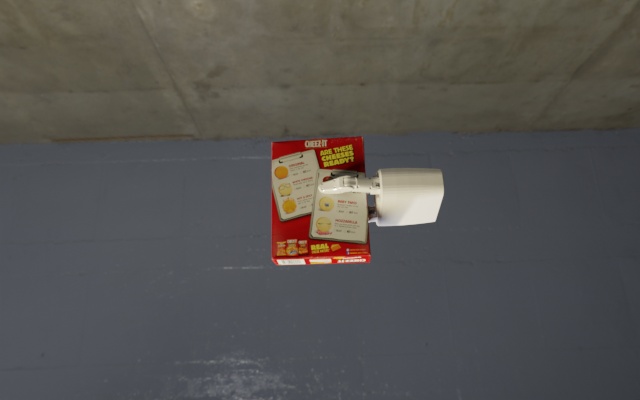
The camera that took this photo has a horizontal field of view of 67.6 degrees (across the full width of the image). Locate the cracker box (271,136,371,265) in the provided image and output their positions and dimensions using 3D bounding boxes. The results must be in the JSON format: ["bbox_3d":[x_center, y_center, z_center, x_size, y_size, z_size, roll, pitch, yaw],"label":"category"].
[{"bbox_3d":[0.000,0.003,0.832,0.164,0.213,0.072,-3,-19,3],"label":"cracker box"}]
